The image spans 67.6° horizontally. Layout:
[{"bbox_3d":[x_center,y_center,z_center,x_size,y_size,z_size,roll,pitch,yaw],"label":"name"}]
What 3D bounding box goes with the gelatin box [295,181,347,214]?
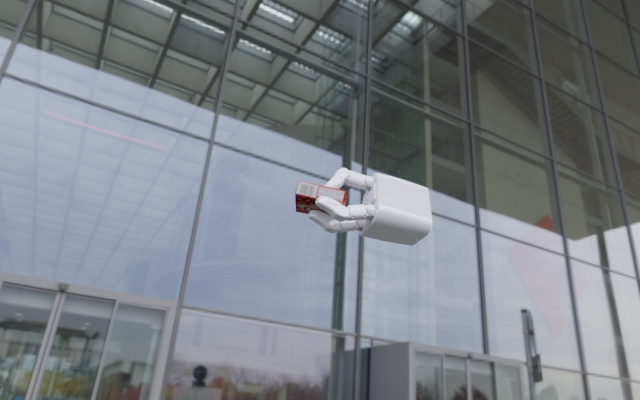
[{"bbox_3d":[0.000,0.002,0.855,0.089,0.030,0.073,12,-26,4],"label":"gelatin box"}]
